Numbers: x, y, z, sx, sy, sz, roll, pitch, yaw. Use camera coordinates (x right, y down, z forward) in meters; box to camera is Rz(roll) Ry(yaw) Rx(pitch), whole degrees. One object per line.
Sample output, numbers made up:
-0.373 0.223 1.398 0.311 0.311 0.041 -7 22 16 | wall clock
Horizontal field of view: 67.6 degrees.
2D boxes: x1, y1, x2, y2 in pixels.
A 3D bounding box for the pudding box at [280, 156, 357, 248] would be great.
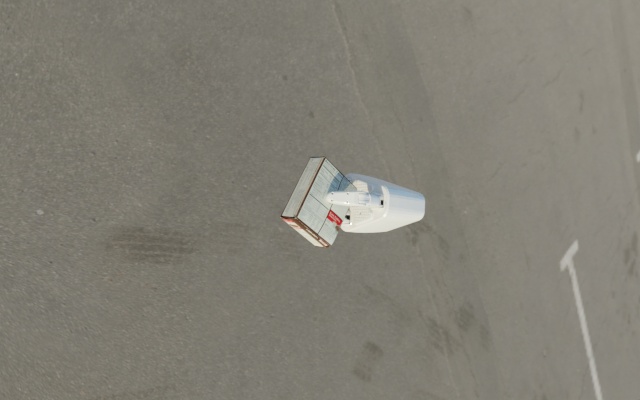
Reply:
0.000 0.002 0.729 0.039 0.113 0.090 -2 -34 46 | pudding box
